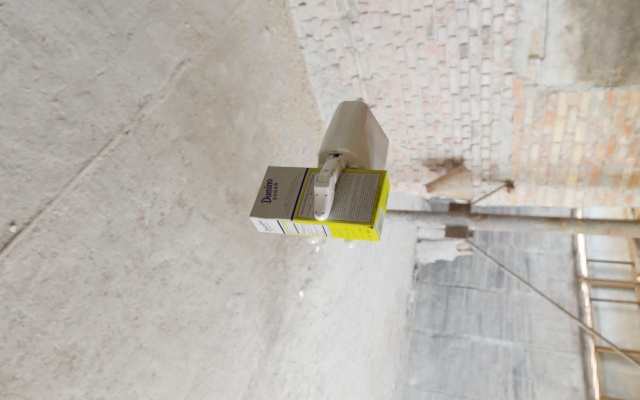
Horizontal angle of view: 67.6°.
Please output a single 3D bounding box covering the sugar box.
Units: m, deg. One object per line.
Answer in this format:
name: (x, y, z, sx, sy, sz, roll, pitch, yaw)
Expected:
sugar box: (0.000, 0.002, 0.655, 0.176, 0.093, 0.048, 3, -34, 21)
